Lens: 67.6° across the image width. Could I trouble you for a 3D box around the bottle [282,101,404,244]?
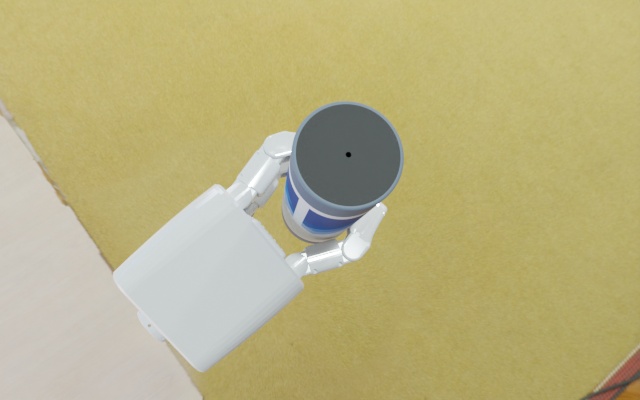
[{"bbox_3d":[0.000,0.001,0.420,0.069,0.069,0.296,0,-11,-6],"label":"bottle"}]
